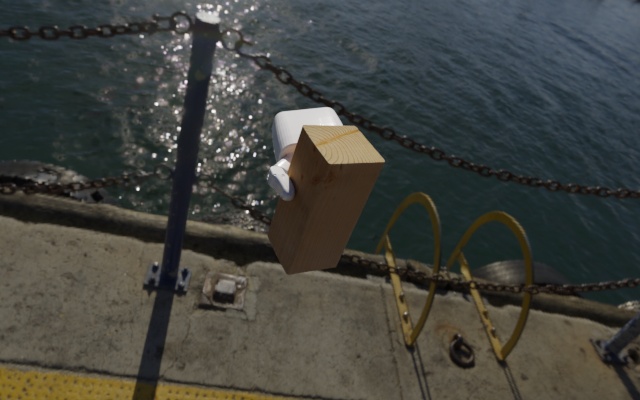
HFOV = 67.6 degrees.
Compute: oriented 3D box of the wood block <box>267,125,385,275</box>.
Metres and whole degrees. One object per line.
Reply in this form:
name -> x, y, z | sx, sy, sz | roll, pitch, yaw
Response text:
wood block -> 0.000, 0.002, 0.693 | 0.091, 0.206, 0.090 | -4, 43, -30
